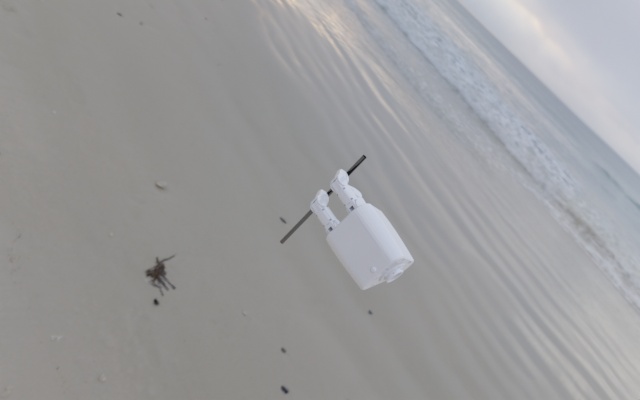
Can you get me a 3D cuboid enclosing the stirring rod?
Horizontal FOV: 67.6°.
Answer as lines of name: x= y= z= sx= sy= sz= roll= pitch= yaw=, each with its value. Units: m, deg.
stirring rod: x=0.000 y=0.003 z=0.862 sx=0.240 sy=0.011 sz=0.011 roll=-46 pitch=-25 yaw=27
